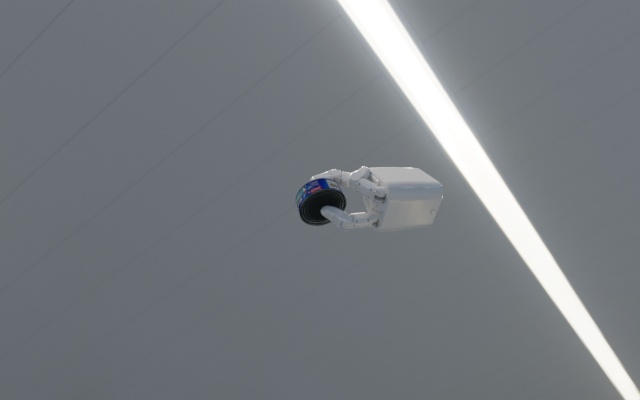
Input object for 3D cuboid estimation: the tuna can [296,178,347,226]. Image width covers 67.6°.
[{"bbox_3d":[0.000,0.002,0.838,0.086,0.086,0.033,0,41,-23],"label":"tuna can"}]
